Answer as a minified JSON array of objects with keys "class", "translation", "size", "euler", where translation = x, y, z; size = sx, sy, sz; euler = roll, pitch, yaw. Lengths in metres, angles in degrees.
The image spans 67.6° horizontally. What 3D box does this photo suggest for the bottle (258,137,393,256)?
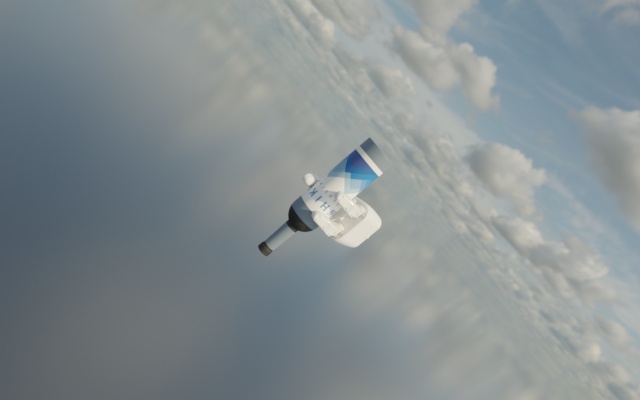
[{"class":"bottle","translation":[0.000,0.003,0.895],"size":[0.296,0.069,0.069],"euler":[-40,-7,8]}]
